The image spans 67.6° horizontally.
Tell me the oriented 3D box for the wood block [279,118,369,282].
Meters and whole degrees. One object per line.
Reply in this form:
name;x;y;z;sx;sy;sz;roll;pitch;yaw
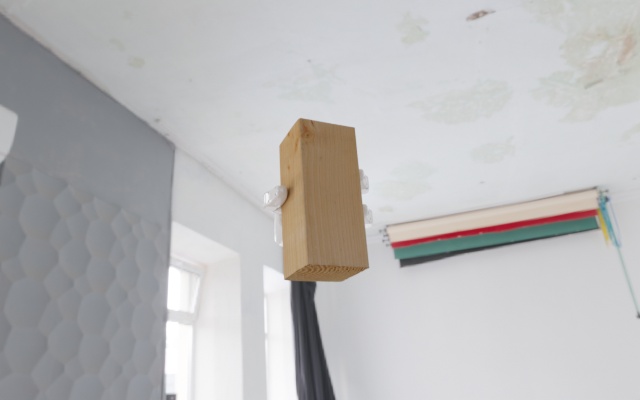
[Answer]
wood block;0.000;0.002;0.667;0.091;0.206;0.090;5;-23;-24
